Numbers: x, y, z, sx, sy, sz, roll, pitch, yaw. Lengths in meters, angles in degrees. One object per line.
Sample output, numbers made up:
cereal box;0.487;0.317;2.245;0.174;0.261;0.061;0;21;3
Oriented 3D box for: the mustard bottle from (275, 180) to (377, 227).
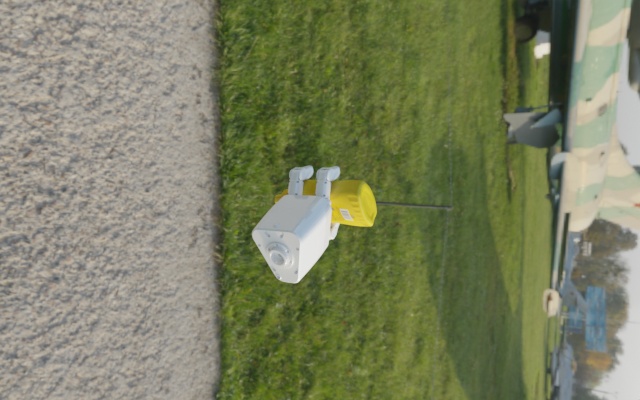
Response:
mustard bottle;0.000;0.003;0.871;0.191;0.058;0.096;3;-35;28
